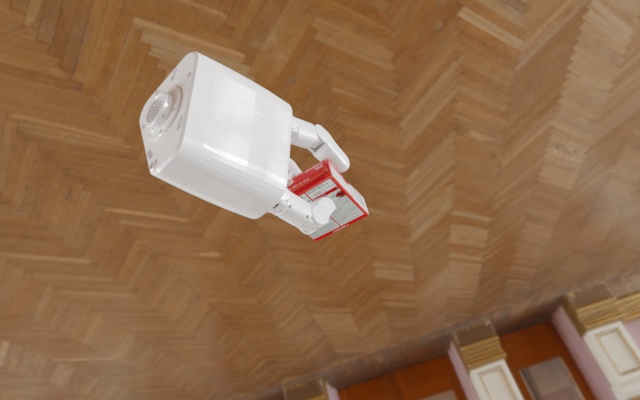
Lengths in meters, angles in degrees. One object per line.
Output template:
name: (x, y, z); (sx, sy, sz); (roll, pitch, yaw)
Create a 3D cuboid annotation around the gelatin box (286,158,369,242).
gelatin box: (0.000, 0.002, 0.528); (0.073, 0.030, 0.089); (-29, -43, 18)
